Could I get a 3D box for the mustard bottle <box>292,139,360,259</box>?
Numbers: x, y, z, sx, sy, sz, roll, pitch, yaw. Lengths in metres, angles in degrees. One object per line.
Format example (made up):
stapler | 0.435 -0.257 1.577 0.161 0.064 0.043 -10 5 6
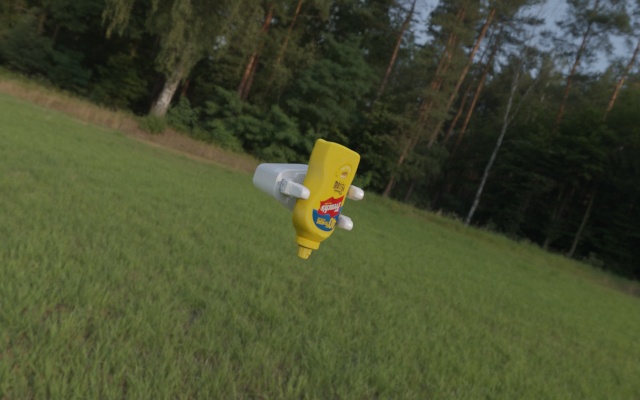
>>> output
mustard bottle | 0.000 0.002 0.780 0.058 0.191 0.096 21 2 33
